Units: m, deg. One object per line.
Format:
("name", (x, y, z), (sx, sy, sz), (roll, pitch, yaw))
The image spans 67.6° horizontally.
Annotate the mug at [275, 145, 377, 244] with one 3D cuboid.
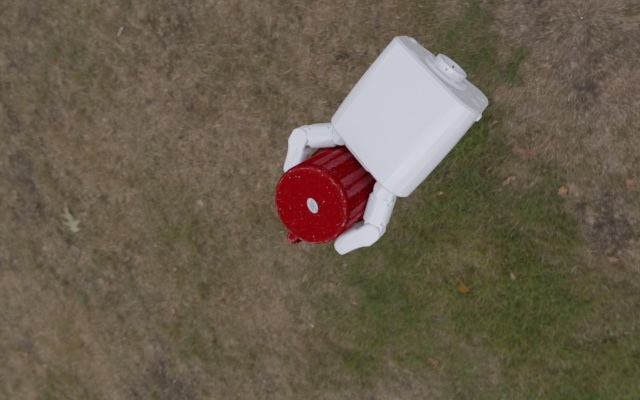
("mug", (-0.001, 0.003, 0.496), (0.117, 0.093, 0.081), (-52, -9, 31))
